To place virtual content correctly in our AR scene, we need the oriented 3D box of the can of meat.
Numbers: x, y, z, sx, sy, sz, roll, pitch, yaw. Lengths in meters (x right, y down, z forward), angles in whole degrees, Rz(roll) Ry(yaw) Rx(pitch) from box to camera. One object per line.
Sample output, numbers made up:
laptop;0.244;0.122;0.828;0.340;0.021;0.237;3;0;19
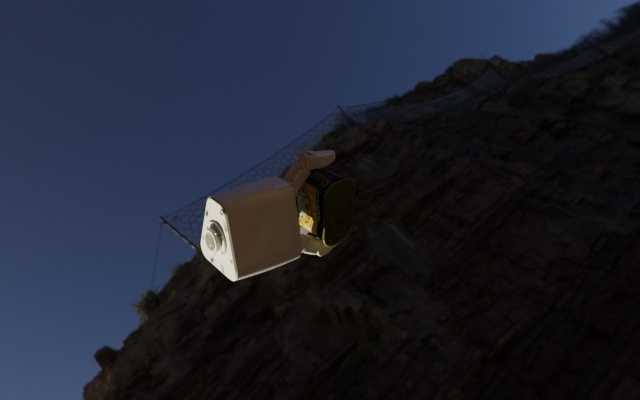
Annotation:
can of meat;0.000;0.002;0.693;0.057;0.102;0.084;-23;37;-36
